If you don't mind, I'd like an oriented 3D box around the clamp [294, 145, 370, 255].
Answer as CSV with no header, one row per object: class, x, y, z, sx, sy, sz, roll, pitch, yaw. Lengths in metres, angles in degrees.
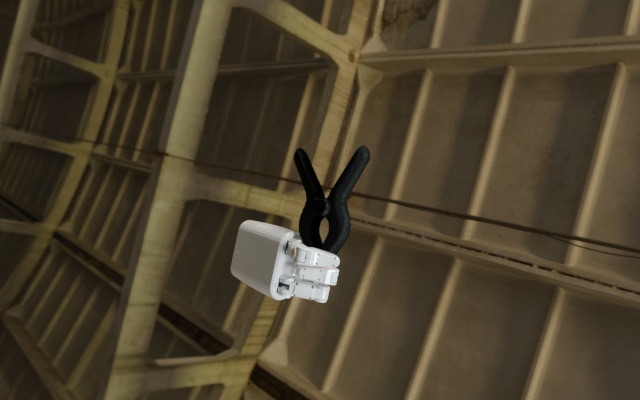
clamp,0.001,0.002,0.661,0.120,0.171,0.039,13,0,41
